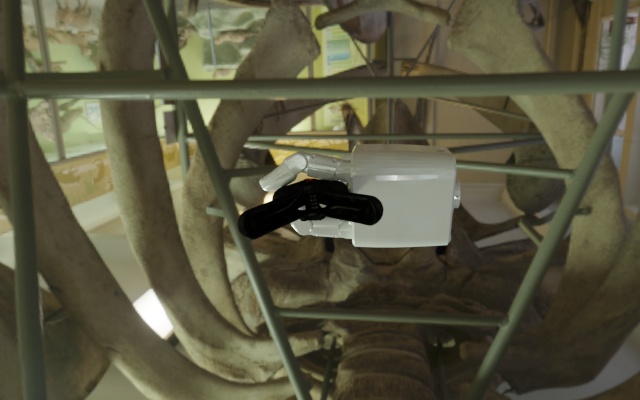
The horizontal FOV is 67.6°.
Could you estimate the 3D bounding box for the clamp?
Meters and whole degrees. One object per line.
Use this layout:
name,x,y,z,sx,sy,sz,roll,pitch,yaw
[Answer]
clamp,0.000,0.002,0.460,0.120,0.039,0.171,1,13,7
